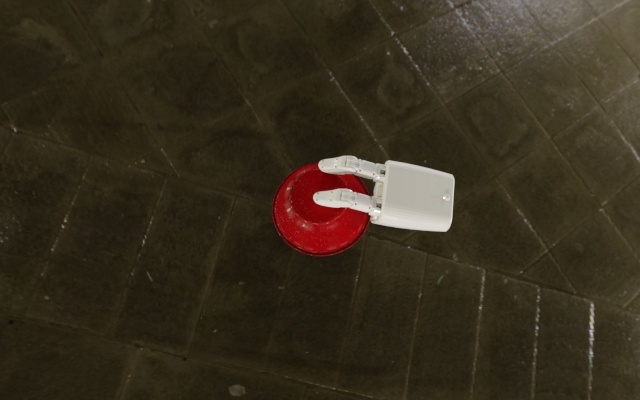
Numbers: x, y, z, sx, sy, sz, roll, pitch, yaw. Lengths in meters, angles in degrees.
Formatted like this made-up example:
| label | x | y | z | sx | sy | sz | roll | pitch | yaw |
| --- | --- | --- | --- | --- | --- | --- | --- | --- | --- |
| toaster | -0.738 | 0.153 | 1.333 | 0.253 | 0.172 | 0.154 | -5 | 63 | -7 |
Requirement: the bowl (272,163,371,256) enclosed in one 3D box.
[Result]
| label | x | y | z | sx | sy | sz | roll | pitch | yaw |
| --- | --- | --- | --- | --- | --- | --- | --- | --- | --- |
| bowl | -0.001 | 0.002 | 0.750 | 0.162 | 0.162 | 0.055 | 0 | -21 | 4 |
